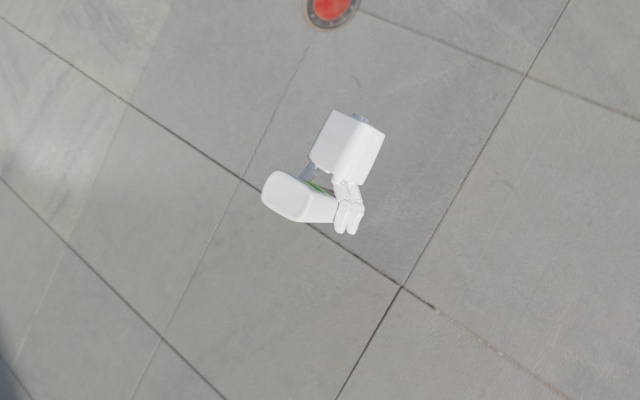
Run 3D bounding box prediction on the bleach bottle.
[{"bbox_3d":[0.000,0.003,0.896,0.102,0.068,0.251,30,9,26],"label":"bleach bottle"}]
